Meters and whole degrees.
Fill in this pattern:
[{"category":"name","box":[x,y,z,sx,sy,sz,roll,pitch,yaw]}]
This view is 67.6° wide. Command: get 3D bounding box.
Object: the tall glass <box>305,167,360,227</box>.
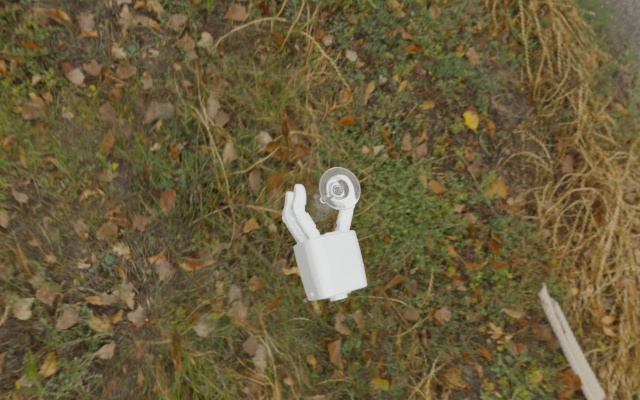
[{"category":"tall glass","box":[0.000,0.003,0.889,0.079,0.079,0.201,0,-13,-20]}]
